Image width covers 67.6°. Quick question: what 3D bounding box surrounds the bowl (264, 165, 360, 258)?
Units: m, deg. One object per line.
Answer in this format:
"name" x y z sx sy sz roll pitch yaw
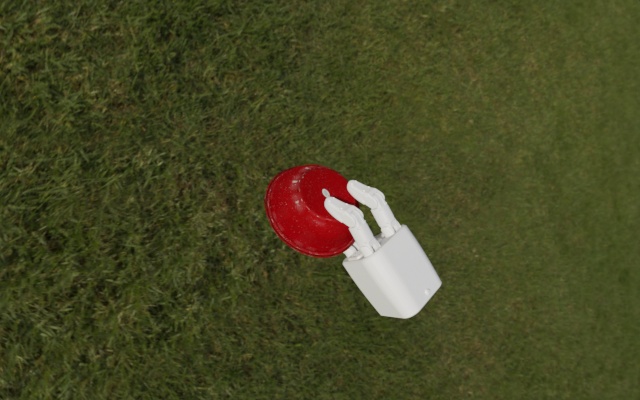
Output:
"bowl" -0.001 0.001 0.724 0.162 0.162 0.055 0 -29 -27
